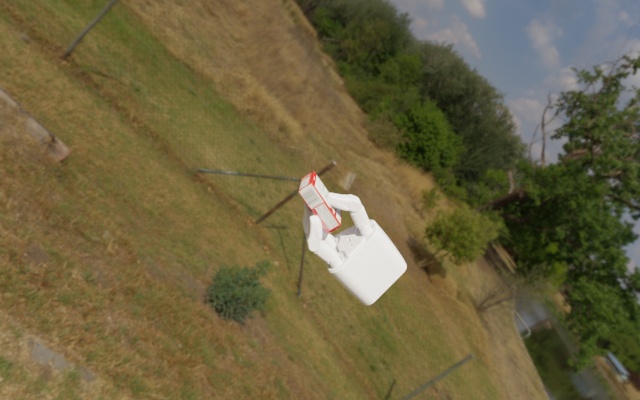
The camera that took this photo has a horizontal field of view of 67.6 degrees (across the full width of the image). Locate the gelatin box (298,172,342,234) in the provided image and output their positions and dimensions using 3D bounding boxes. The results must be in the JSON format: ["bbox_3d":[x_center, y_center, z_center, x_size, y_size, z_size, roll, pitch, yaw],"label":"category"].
[{"bbox_3d":[0.000,0.002,0.795,0.030,0.089,0.073,-31,15,12],"label":"gelatin box"}]
